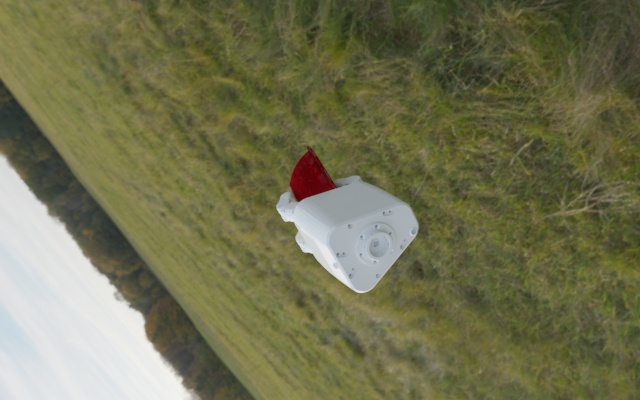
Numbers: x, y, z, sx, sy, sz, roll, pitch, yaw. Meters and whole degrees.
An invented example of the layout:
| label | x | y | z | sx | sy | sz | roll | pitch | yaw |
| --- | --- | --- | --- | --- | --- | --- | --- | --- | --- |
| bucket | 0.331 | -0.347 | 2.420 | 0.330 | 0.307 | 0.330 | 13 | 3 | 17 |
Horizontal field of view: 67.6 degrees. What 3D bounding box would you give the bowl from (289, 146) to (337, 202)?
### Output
| label | x | y | z | sx | sy | sz | roll | pitch | yaw |
| --- | --- | --- | --- | --- | --- | --- | --- | --- | --- |
| bowl | 0.000 | 0.002 | 0.704 | 0.055 | 0.162 | 0.162 | -30 | 0 | 0 |
